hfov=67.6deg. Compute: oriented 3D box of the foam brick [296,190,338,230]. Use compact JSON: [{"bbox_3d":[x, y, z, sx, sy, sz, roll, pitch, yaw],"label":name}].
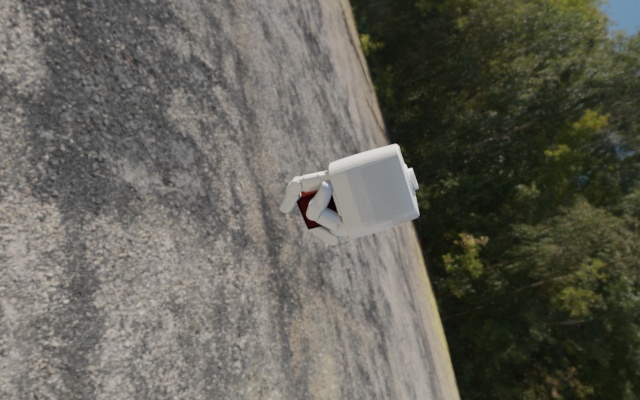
[{"bbox_3d":[0.000,0.002,0.754,0.051,0.053,0.078,-17,20,13],"label":"foam brick"}]
